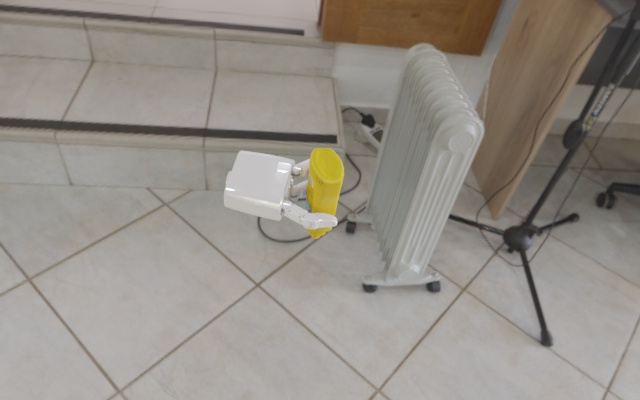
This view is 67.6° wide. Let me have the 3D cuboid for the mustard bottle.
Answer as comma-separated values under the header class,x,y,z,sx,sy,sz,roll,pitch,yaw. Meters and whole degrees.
class,x,y,z,sx,sy,sz,roll,pitch,yaw
mustard bottle,0.001,0.003,0.892,0.058,0.192,0.096,-5,46,-14
